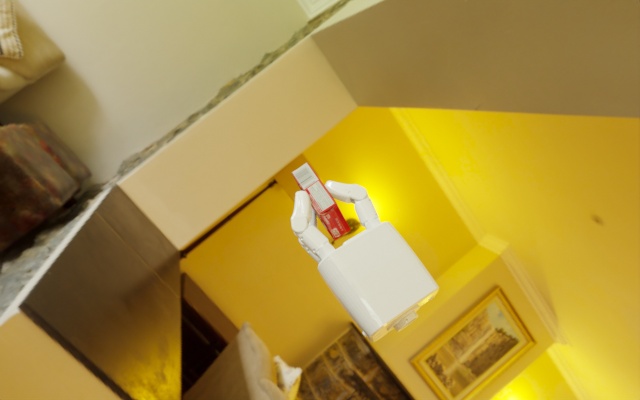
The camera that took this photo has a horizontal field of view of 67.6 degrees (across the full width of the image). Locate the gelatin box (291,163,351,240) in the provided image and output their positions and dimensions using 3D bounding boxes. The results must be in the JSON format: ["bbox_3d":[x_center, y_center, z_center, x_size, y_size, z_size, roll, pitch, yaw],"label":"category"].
[{"bbox_3d":[0.000,0.002,0.656,0.030,0.089,0.073,-33,-35,-3],"label":"gelatin box"}]
